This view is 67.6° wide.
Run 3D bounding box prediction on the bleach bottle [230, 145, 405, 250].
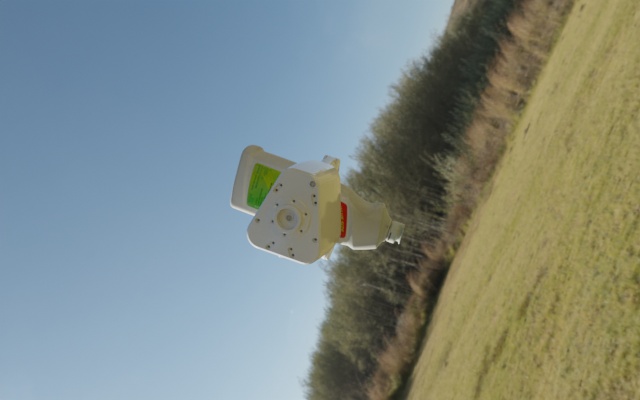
[{"bbox_3d":[0.000,0.002,0.694,0.251,0.102,0.068,18,11,10],"label":"bleach bottle"}]
